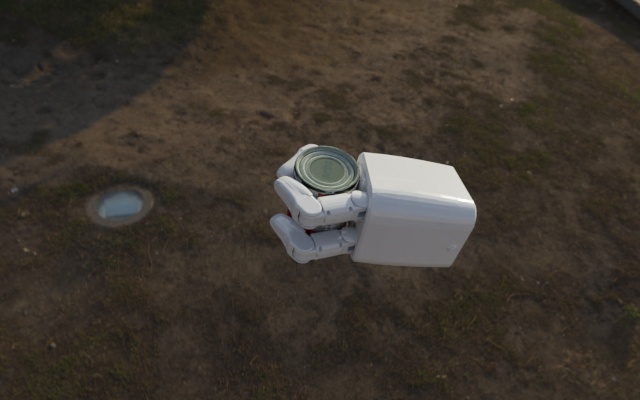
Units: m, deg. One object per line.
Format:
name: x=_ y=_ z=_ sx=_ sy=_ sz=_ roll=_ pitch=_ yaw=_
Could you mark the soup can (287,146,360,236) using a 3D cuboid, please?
soup can: x=0.000 y=0.001 z=0.506 sx=0.068 sy=0.068 sz=0.102 roll=0 pitch=-42 yaw=-11
